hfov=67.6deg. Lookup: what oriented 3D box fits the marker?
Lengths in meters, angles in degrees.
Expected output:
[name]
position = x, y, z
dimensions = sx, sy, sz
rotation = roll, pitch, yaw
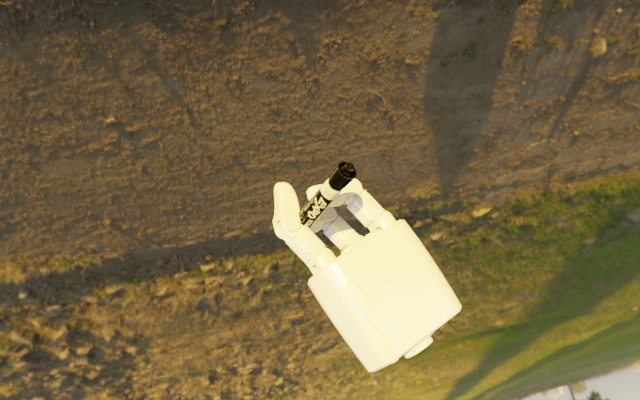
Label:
[marker]
position = 0.000, 0.001, 0.451
dimensions = 0.020, 0.020, 0.121
rotation = 0, -30, -30
